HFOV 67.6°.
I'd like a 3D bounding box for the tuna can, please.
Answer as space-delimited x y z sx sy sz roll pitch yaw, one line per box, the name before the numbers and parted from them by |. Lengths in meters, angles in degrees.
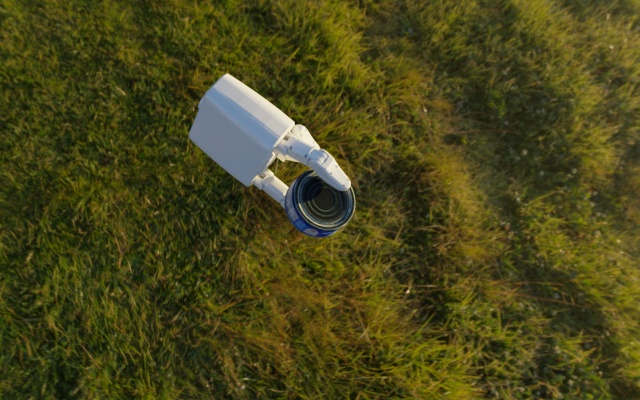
tuna can | 0.000 0.002 0.603 0.086 0.086 0.034 0 -17 -23
